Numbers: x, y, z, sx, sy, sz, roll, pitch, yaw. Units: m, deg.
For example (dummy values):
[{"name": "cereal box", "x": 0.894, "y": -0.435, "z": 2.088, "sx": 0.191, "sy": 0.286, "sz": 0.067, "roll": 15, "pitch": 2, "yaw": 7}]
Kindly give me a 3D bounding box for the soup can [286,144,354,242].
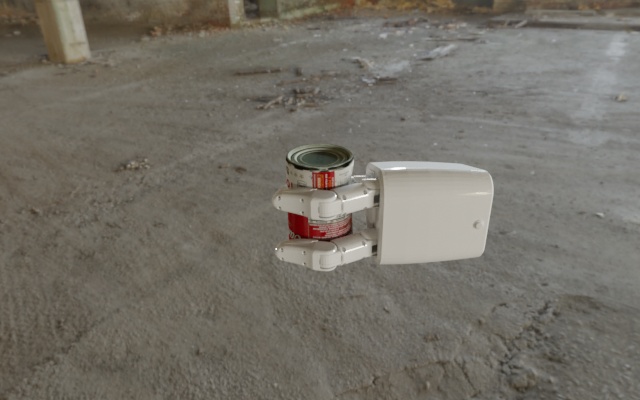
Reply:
[{"name": "soup can", "x": 0.000, "y": 0.001, "z": 0.482, "sx": 0.068, "sy": 0.102, "sz": 0.068, "roll": -1, "pitch": 26, "yaw": 0}]
